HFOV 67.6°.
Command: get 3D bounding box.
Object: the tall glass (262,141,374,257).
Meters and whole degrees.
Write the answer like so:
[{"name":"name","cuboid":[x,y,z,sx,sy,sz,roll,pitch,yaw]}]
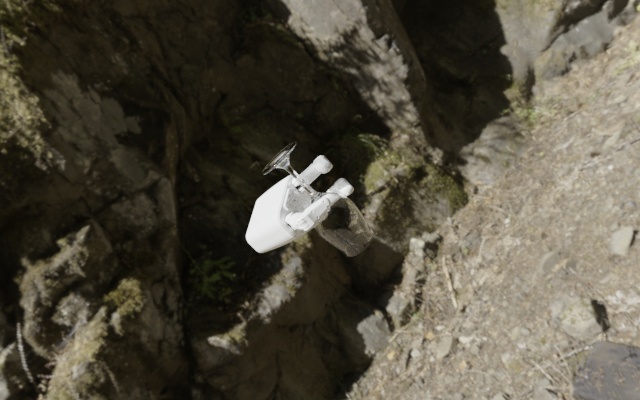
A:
[{"name":"tall glass","cuboid":[0.000,0.002,0.776,0.079,0.201,0.079,-40,16,13]}]
